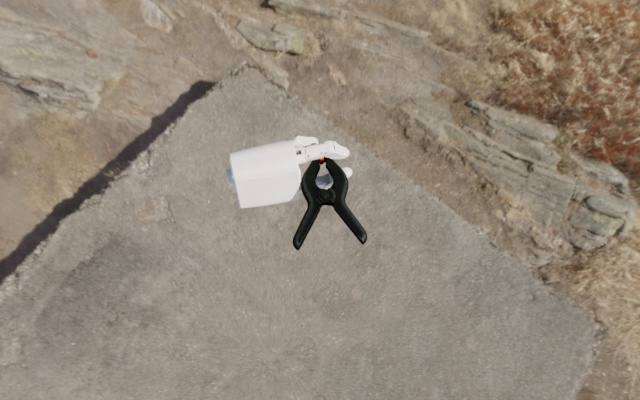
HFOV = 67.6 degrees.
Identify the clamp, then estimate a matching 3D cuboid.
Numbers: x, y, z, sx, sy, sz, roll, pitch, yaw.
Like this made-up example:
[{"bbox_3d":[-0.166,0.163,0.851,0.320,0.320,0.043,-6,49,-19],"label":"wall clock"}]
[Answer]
[{"bbox_3d":[0.000,0.002,0.790,0.120,0.171,0.039,-12,-17,-9],"label":"clamp"}]
